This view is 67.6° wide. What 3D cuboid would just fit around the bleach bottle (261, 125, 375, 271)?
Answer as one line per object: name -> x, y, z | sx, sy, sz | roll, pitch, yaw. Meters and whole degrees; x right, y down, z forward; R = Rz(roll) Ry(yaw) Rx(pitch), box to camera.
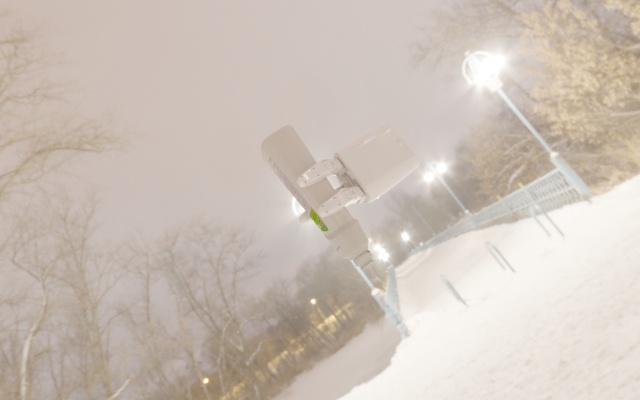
bleach bottle -> 0.000, 0.002, 0.763 | 0.068, 0.251, 0.102 | -34, -11, -9
